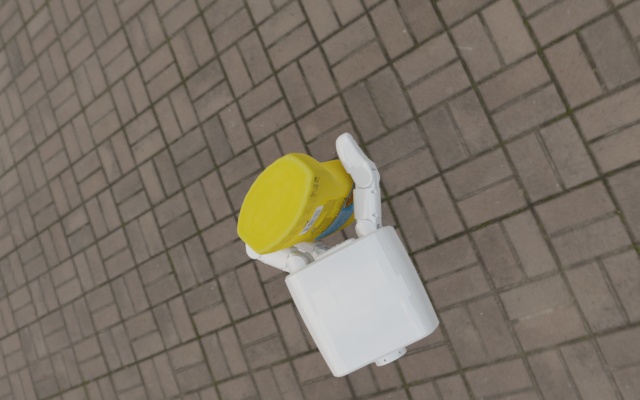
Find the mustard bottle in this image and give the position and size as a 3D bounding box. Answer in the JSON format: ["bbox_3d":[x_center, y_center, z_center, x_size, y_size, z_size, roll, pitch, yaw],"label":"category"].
[{"bbox_3d":[0.000,0.001,0.496,0.058,0.096,0.191,39,18,20],"label":"mustard bottle"}]
